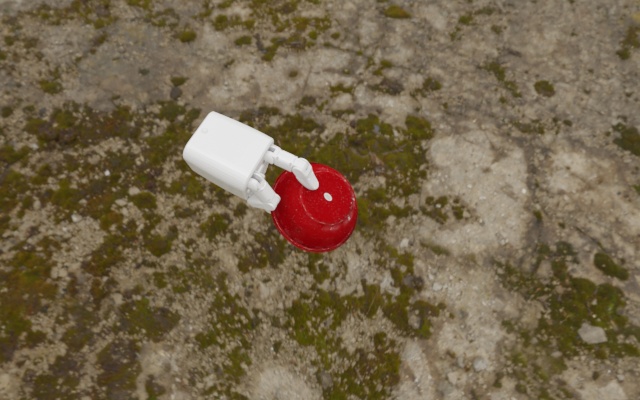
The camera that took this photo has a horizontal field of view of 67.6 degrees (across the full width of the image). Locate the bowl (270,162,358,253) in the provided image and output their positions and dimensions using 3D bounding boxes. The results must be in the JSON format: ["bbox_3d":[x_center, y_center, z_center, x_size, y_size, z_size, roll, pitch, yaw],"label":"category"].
[{"bbox_3d":[0.002,0.003,0.791,0.162,0.162,0.055,0,-17,-23],"label":"bowl"}]
